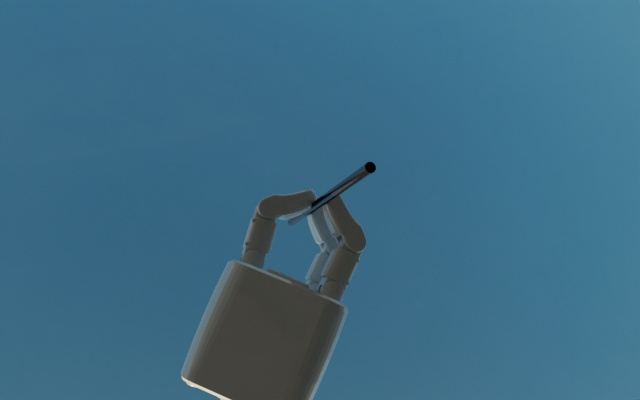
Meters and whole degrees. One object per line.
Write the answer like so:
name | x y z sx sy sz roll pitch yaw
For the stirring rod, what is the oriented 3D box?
stirring rod | 0.000 0.001 0.434 0.011 0.011 0.239 0 -11 -17
